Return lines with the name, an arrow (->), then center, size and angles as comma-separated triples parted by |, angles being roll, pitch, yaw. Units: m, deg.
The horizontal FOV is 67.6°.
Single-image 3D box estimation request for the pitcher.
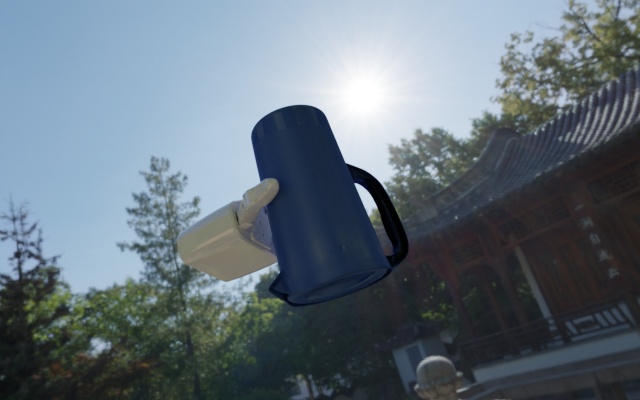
pitcher -> 0.000, 0.002, 0.614 | 0.145, 0.242, 0.149 | -27, -23, 24
